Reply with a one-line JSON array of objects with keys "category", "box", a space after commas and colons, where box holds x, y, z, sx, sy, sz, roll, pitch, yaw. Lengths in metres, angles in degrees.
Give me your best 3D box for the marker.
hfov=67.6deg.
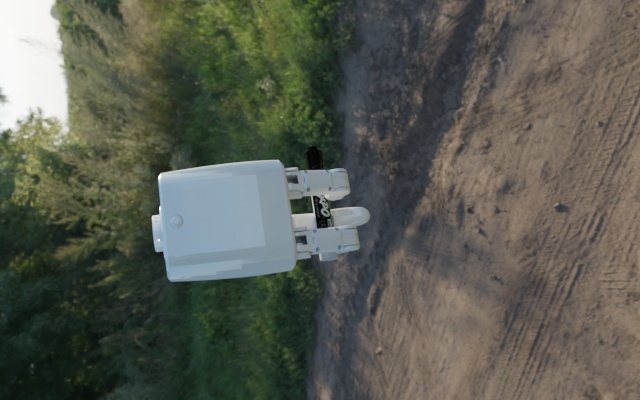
[{"category": "marker", "box": [0.000, 0.002, 0.494, 0.020, 0.121, 0.020, -8, -12, -2]}]
